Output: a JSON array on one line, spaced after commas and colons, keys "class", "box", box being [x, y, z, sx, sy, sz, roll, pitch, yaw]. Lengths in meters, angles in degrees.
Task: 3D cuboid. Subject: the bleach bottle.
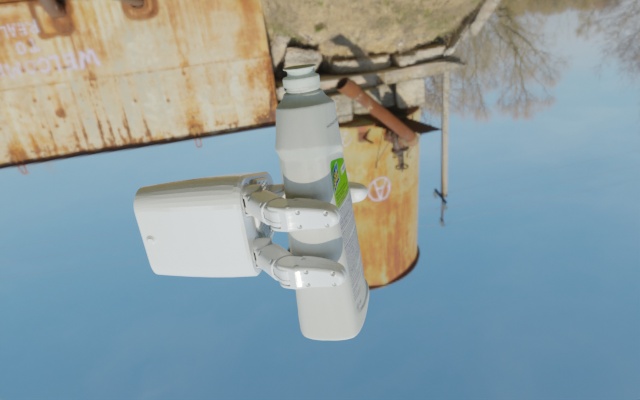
[{"class": "bleach bottle", "box": [0.000, 0.002, 0.448, 0.068, 0.251, 0.102, -3, 22, 12]}]
